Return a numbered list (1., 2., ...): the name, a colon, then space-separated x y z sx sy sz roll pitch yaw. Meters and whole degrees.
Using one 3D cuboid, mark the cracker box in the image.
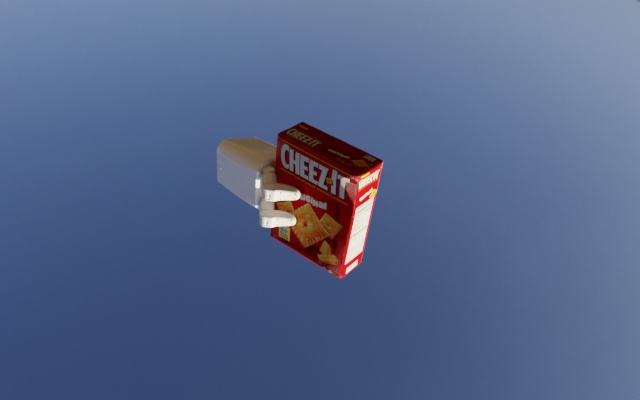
1. cracker box: 0.000 0.003 0.791 0.164 0.214 0.072 29 42 26
